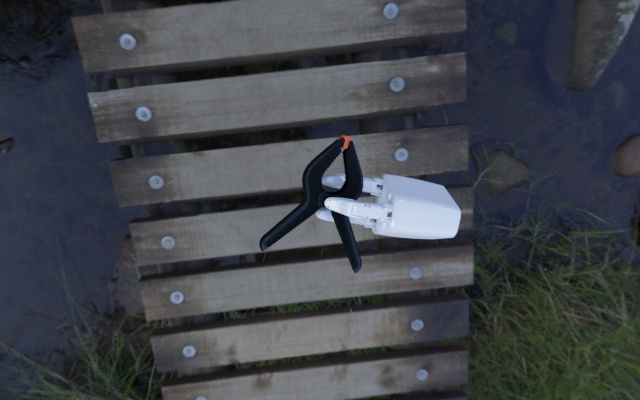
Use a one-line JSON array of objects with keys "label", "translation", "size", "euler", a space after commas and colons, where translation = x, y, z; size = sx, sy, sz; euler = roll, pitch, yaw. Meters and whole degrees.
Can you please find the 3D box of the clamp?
[{"label": "clamp", "translation": [0.001, 0.002, 0.726], "size": [0.164, 0.210, 0.036], "euler": [8, 10, -12]}]
